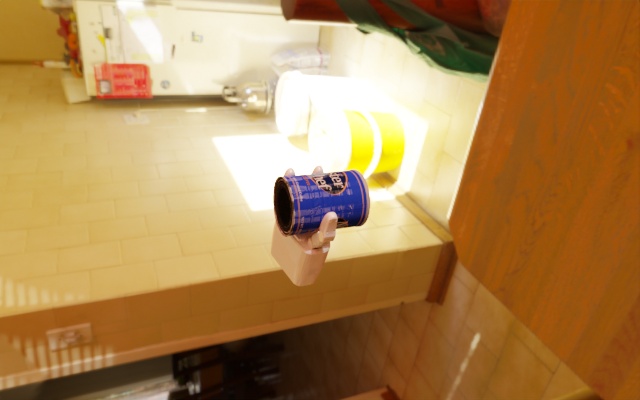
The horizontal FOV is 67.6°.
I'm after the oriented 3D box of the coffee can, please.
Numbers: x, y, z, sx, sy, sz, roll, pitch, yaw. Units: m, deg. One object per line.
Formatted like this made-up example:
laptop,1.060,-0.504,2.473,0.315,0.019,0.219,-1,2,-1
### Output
coffee can,0.000,0.003,0.820,0.140,0.103,0.103,-6,2,-23
